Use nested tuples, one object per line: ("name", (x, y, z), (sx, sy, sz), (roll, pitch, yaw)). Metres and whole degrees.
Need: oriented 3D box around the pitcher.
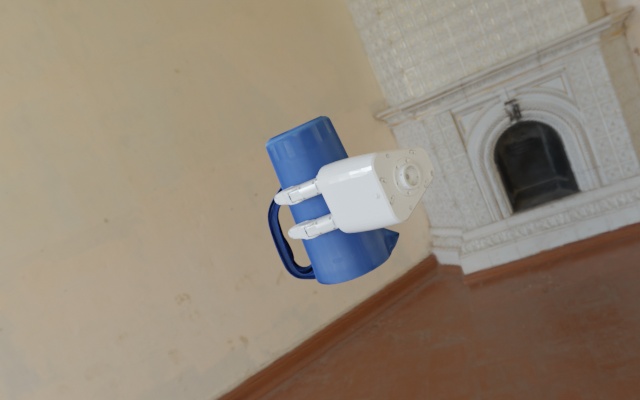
("pitcher", (0.000, 0.002, 0.746), (0.149, 0.243, 0.145), (-30, 11, -35))
